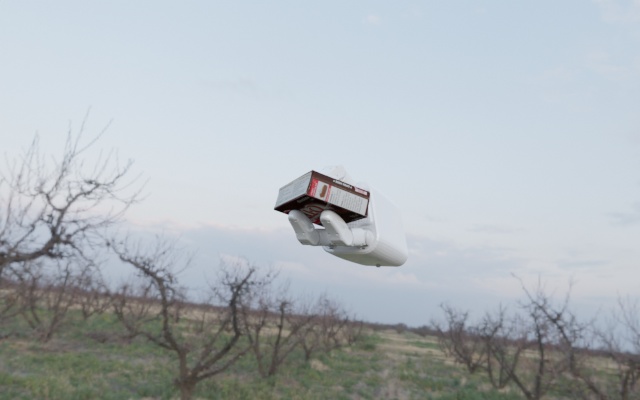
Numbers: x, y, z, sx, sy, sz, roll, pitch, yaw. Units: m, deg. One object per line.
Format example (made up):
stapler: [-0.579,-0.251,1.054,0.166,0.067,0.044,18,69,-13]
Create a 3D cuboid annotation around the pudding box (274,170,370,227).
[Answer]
pudding box: [0.000,0.002,0.635,0.090,0.039,0.113,19,-21,-22]
